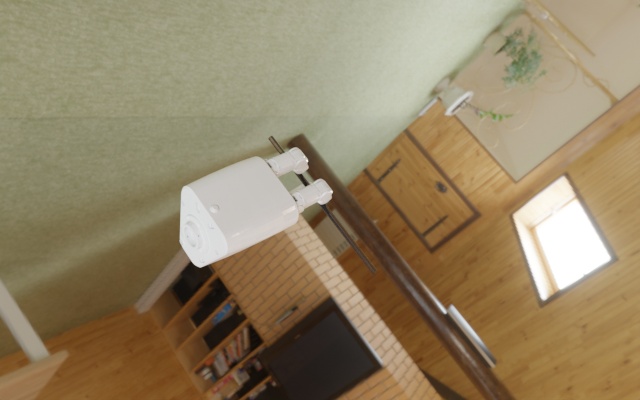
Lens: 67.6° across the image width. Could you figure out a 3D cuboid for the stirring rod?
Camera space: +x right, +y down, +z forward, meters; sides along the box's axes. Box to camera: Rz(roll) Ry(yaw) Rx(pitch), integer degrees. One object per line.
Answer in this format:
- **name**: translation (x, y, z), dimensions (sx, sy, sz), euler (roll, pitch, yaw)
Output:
- **stirring rod**: translation (0.000, 0.002, 0.656), dimensions (0.011, 0.239, 0.011), euler (-35, -14, -10)
